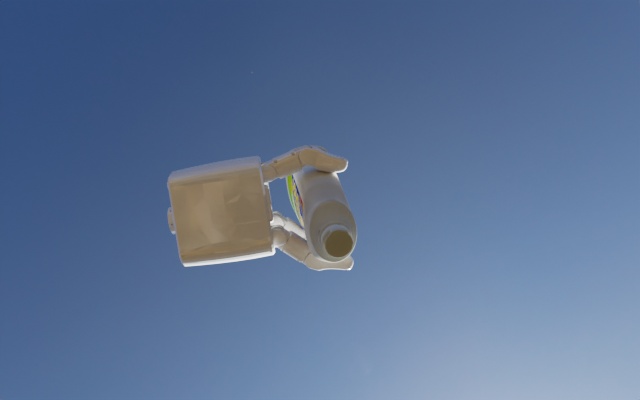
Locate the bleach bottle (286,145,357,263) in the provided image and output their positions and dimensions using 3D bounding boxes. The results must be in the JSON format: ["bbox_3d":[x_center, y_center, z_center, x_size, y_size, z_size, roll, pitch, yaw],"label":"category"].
[{"bbox_3d":[0.000,0.002,0.579,0.068,0.102,0.250,-9,16,-6],"label":"bleach bottle"}]
